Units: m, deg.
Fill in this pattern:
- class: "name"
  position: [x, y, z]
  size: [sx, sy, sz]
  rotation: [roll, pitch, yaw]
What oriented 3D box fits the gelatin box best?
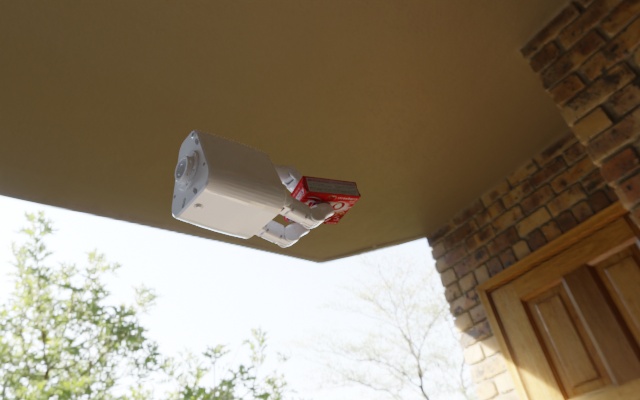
- class: "gelatin box"
  position: [0.000, 0.002, 0.675]
  size: [0.089, 0.030, 0.073]
  rotation: [5, -37, -31]
